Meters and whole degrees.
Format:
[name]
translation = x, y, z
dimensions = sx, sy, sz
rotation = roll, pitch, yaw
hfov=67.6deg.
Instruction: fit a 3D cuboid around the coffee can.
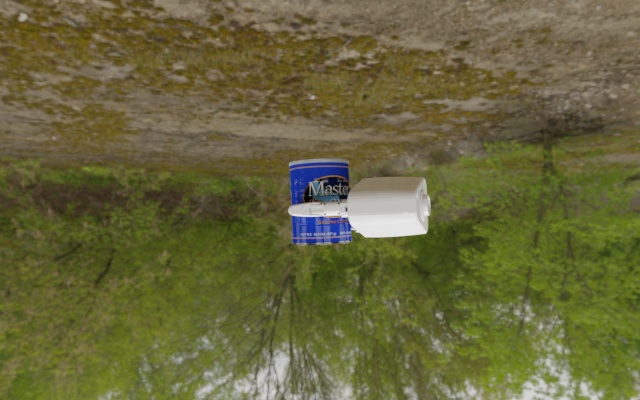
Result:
[coffee can]
translation = 0.000, 0.003, 0.816
dimensions = 0.103, 0.140, 0.103
rotation = -2, -1, 0
